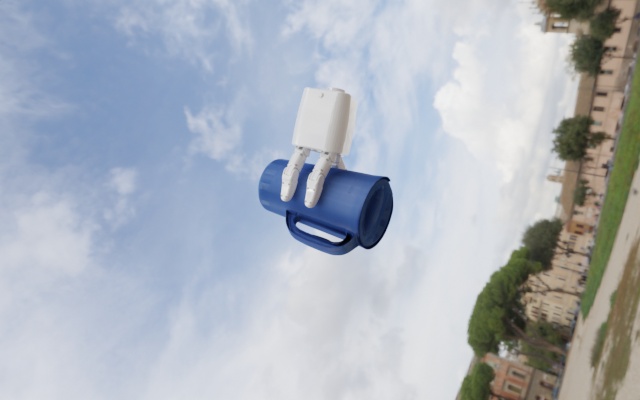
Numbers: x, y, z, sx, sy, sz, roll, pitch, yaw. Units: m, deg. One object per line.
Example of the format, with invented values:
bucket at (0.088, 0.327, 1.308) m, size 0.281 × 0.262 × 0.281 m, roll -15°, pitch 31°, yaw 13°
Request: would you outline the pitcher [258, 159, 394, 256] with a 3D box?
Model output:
pitcher at (0.000, 0.003, 0.887) m, size 0.243 × 0.145 × 0.149 m, roll 15°, pitch 9°, yaw 30°
